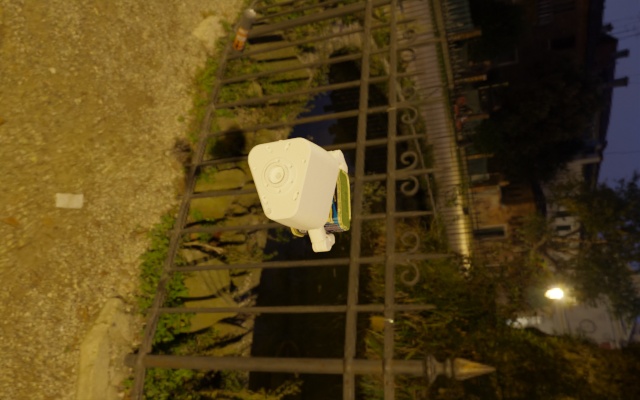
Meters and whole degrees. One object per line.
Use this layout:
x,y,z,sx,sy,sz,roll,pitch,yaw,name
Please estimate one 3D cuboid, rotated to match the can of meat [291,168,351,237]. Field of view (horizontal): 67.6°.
0.000,0.003,0.759,0.084,0.102,0.057,-7,-14,20,can of meat
